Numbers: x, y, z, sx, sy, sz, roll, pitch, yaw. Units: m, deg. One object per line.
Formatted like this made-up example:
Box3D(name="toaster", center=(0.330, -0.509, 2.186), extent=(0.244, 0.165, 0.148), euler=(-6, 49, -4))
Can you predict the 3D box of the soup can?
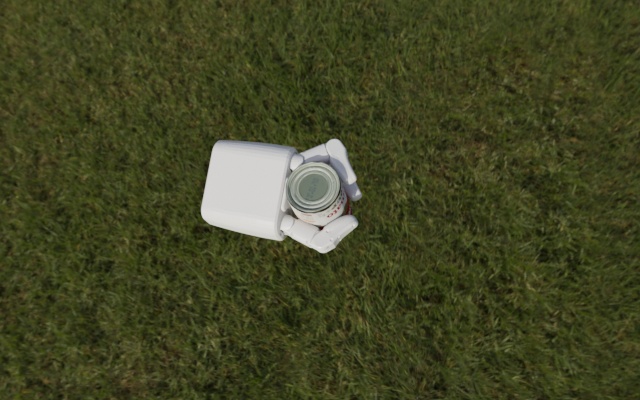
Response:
Box3D(name="soup can", center=(0.000, 0.002, 0.597), extent=(0.068, 0.068, 0.102), euler=(0, -22, 12))
